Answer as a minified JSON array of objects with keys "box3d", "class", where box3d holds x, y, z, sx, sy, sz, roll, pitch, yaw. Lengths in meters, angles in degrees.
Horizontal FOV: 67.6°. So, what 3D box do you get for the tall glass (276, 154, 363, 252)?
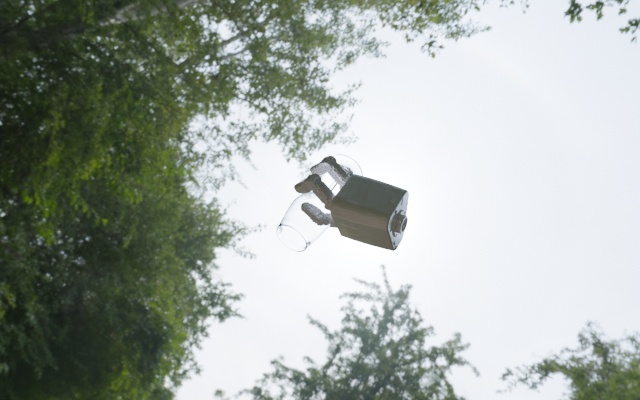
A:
[{"box3d":[0.000,0.002,0.864,0.079,0.079,0.201,0,38,40],"class":"tall glass"}]
